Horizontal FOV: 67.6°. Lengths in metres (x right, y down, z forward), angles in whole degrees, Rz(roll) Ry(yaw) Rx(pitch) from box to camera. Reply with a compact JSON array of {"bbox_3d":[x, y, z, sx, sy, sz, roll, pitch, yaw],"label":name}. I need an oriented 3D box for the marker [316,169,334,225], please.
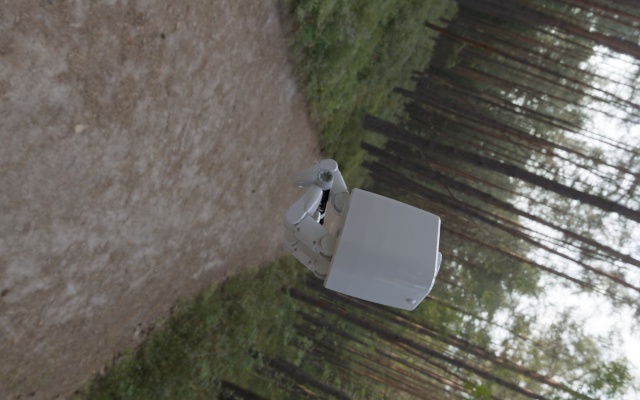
[{"bbox_3d":[0.000,0.002,0.574,0.020,0.020,0.121,0,-28,-6],"label":"marker"}]
